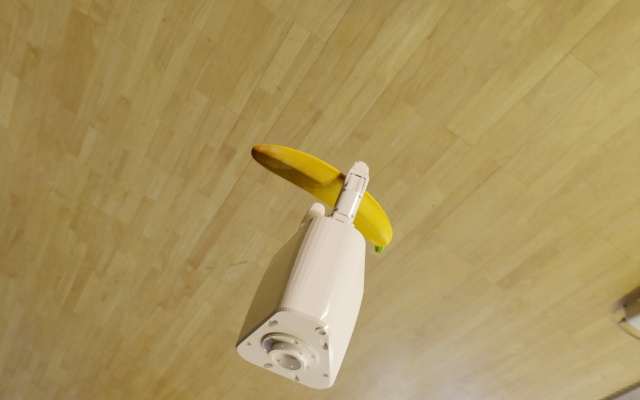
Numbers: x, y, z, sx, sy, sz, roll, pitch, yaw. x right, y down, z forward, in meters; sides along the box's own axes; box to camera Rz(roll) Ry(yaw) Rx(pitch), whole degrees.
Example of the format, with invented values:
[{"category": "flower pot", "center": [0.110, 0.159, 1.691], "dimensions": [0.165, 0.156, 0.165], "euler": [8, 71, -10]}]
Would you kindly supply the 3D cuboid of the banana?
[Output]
[{"category": "banana", "center": [0.013, -0.003, 0.520], "dimensions": [0.198, 0.037, 0.070], "euler": [40, -41, -16]}]
